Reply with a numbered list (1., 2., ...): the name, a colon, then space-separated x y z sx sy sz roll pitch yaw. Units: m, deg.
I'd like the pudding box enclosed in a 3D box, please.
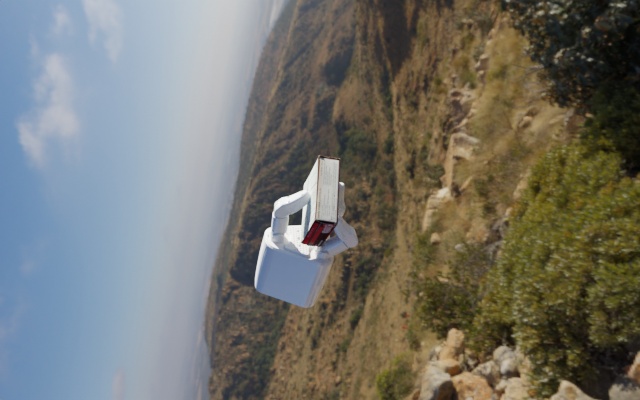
1. pudding box: 0.000 0.002 0.724 0.039 0.113 0.090 9 -28 -14
